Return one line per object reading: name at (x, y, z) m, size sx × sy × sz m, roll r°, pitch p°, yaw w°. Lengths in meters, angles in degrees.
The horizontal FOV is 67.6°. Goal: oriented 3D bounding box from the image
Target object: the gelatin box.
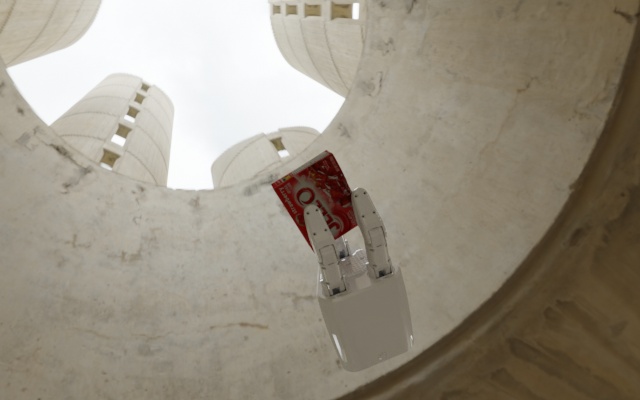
gelatin box at (0.000, 0.001, 0.522) m, size 0.073 × 0.089 × 0.030 m, roll -32°, pitch 19°, yaw -4°
